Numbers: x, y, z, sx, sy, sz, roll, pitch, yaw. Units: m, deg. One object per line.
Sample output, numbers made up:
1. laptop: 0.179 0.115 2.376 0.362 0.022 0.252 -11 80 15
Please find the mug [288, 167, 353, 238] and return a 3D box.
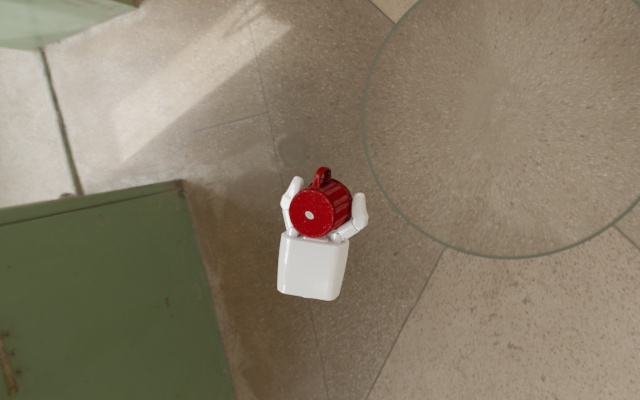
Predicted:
1. mug: 0.000 0.001 0.785 0.093 0.117 0.081 13 16 19
